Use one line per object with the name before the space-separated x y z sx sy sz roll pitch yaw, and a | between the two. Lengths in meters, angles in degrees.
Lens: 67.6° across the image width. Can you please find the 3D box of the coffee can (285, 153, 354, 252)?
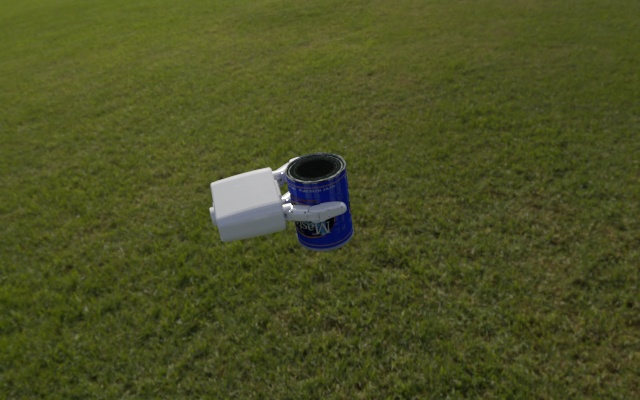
coffee can | 0.000 0.003 0.826 0.103 0.140 0.102 -6 32 4
